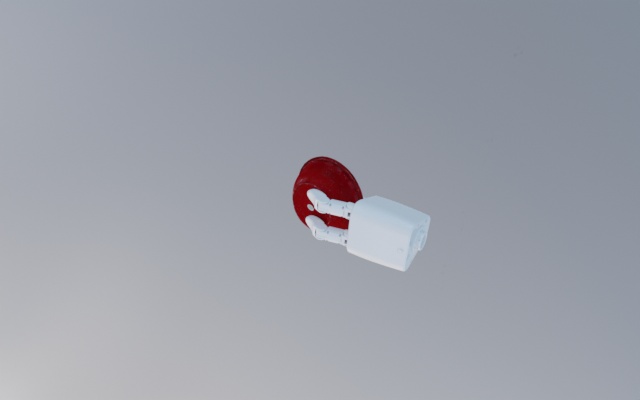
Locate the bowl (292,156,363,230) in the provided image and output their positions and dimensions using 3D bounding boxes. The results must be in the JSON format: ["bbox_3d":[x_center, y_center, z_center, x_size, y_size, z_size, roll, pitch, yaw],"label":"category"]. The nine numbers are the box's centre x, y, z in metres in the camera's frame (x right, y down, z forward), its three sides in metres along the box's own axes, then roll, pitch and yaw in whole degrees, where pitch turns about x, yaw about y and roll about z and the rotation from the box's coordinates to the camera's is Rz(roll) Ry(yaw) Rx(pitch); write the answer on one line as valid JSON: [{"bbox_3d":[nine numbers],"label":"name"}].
[{"bbox_3d":[-0.001,0.003,0.883,0.162,0.162,0.055,0,19,43],"label":"bowl"}]
